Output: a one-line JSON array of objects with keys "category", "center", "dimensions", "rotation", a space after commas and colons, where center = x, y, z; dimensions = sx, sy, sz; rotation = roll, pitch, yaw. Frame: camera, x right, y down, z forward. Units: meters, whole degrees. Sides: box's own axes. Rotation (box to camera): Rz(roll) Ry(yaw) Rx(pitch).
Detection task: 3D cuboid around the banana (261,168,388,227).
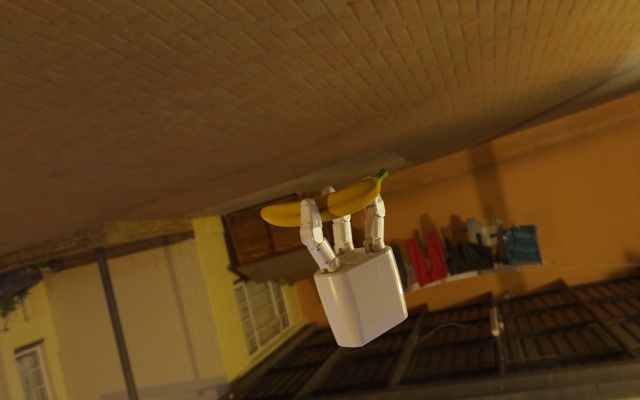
[{"category": "banana", "center": [0.000, 0.007, 0.658], "dimensions": [0.198, 0.037, 0.069], "rotation": [-16, 15, 16]}]
